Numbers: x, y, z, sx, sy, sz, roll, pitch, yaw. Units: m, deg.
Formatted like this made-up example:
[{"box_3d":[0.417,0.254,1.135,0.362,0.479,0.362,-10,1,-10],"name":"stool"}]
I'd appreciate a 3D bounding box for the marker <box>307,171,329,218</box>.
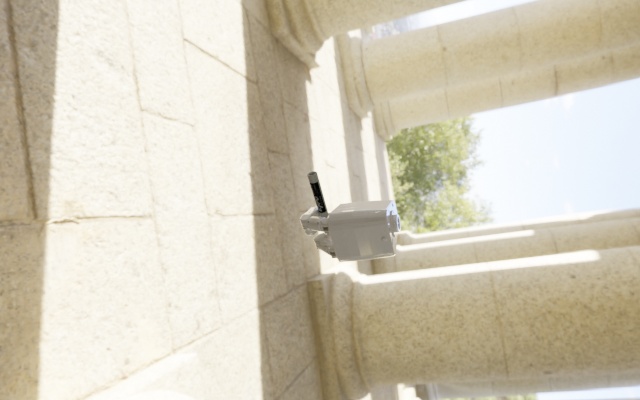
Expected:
[{"box_3d":[0.000,0.003,0.887,0.020,0.121,0.020,-13,27,7],"name":"marker"}]
